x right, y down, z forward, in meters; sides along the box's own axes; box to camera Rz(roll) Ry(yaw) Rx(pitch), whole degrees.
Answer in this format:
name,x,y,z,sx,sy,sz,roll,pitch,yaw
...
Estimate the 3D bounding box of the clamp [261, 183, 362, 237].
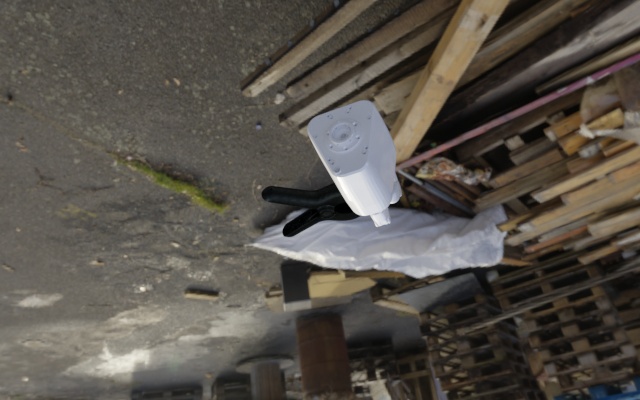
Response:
name,x,y,z,sx,sy,sz,roll,pitch,yaw
clamp,0.000,0.003,0.706,0.171,0.039,0.120,-18,-32,14
